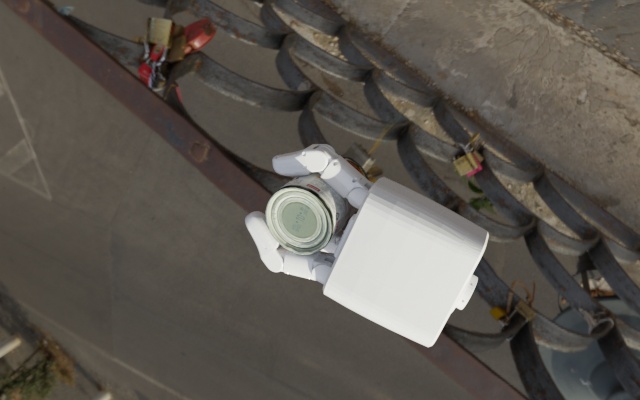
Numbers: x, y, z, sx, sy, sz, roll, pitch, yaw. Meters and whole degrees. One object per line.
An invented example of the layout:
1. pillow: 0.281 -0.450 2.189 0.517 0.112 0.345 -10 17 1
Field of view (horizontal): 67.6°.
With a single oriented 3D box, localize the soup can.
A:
1. soup can: 0.000 0.001 0.461 0.068 0.068 0.102 0 20 25
